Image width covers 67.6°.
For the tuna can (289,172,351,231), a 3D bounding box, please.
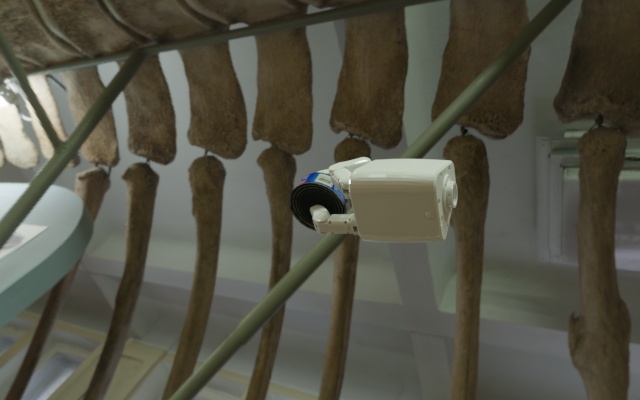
[{"bbox_3d":[0.000,0.002,0.696,0.086,0.086,0.033,0,34,24],"label":"tuna can"}]
